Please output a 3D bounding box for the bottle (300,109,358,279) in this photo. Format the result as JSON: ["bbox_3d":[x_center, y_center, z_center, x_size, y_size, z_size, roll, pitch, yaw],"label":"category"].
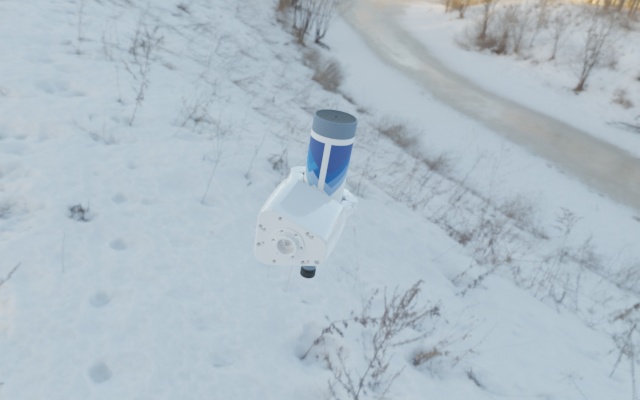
[{"bbox_3d":[0.000,0.002,0.782,0.069,0.296,0.069,8,28,-4],"label":"bottle"}]
